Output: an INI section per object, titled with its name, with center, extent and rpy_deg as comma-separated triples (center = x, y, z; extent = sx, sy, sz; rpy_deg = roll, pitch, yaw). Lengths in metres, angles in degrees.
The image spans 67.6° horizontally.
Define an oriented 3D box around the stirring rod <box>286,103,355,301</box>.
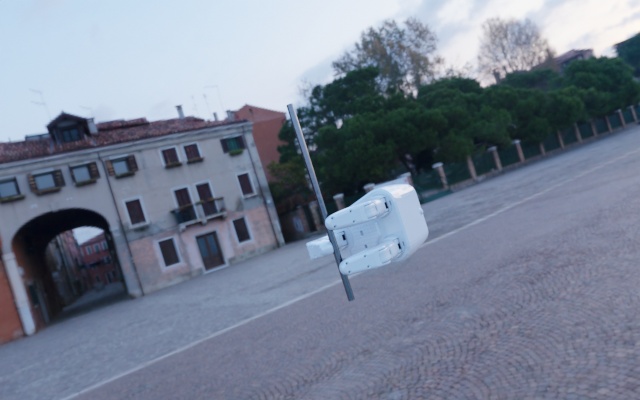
[stirring rod]
center = 0.000, 0.002, 0.560
extent = 0.011, 0.239, 0.011
rpy_deg = -18, -1, 0
